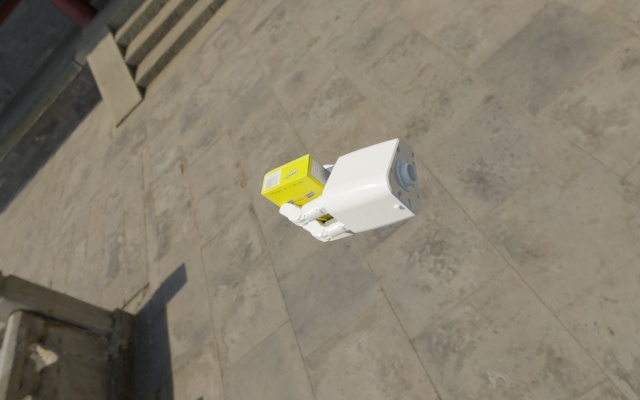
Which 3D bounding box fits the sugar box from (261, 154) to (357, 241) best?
[{"bbox_3d":[0.000,0.003,0.760,0.093,0.048,0.176,-20,-43,34],"label":"sugar box"}]
